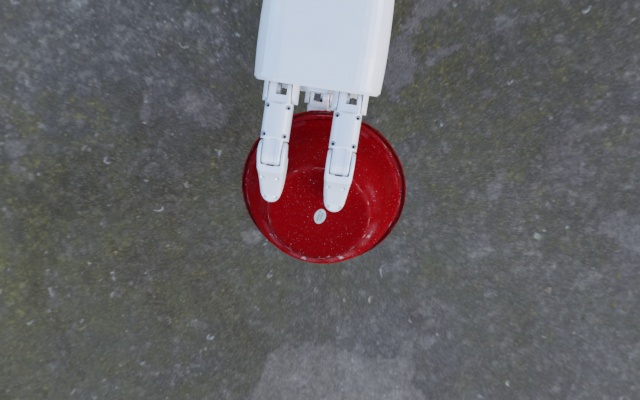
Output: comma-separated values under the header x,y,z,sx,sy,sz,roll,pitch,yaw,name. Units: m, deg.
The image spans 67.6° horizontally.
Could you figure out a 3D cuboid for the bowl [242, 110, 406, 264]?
x,y,z,sx,sy,sz,roll,pitch,yaw,name
0.000,0.003,0.447,0.162,0.162,0.055,0,25,5,bowl
